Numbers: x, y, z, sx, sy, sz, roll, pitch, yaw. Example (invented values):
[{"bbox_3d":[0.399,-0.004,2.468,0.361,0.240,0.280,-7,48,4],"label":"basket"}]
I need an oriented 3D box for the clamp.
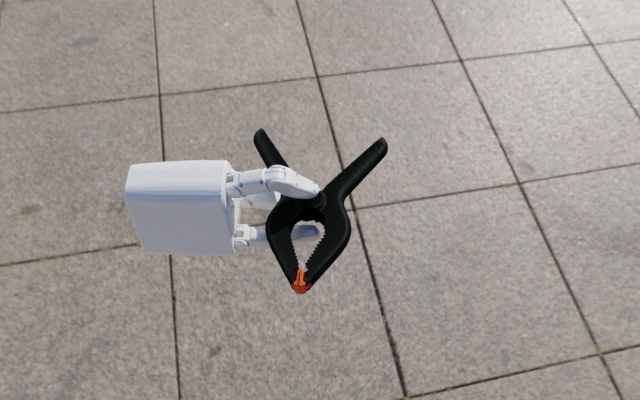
[{"bbox_3d":[0.000,0.002,0.541,0.164,0.209,0.036,-2,-31,2],"label":"clamp"}]
